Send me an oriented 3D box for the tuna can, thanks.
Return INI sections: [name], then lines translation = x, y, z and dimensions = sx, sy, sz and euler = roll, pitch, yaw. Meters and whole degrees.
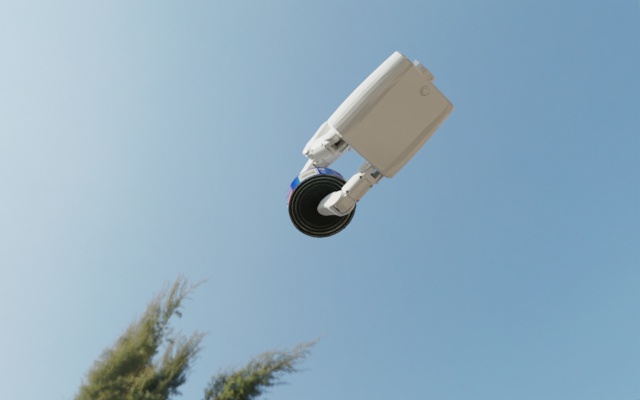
[tuna can]
translation = 0.000, 0.002, 0.606
dimensions = 0.086, 0.086, 0.033
euler = 0, 22, -10
